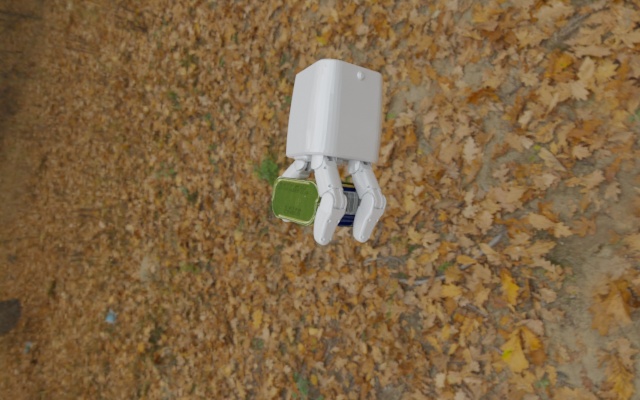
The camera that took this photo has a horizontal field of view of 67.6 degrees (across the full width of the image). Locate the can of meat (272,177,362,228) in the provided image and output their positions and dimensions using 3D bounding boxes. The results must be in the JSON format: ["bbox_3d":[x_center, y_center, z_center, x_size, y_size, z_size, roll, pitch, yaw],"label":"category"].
[{"bbox_3d":[0.000,0.002,0.587,0.084,0.057,0.102,5,3,-38],"label":"can of meat"}]
